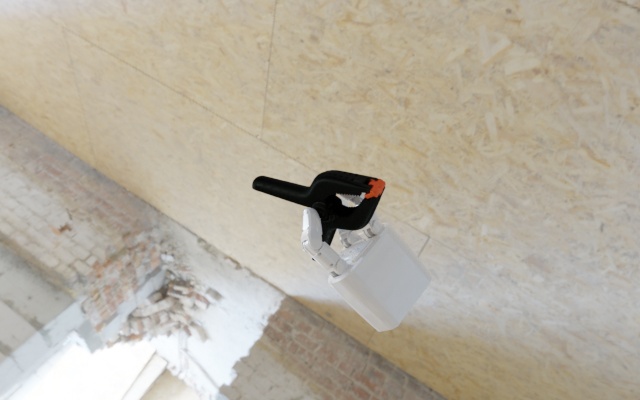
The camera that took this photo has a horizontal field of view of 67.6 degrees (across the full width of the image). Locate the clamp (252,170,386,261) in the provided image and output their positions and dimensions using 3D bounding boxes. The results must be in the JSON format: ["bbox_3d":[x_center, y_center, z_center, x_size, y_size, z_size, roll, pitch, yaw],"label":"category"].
[{"bbox_3d":[0.000,0.003,0.661,0.210,0.164,0.036,-31,17,50],"label":"clamp"}]
